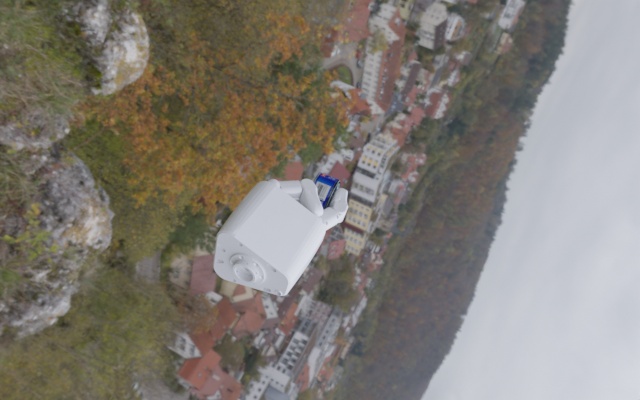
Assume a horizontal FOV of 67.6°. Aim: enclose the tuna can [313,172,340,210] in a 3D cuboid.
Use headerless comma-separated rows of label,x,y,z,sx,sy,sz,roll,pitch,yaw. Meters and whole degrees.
tuna can,0.001,0.003,0.726,0.034,0.086,0.086,21,3,8
